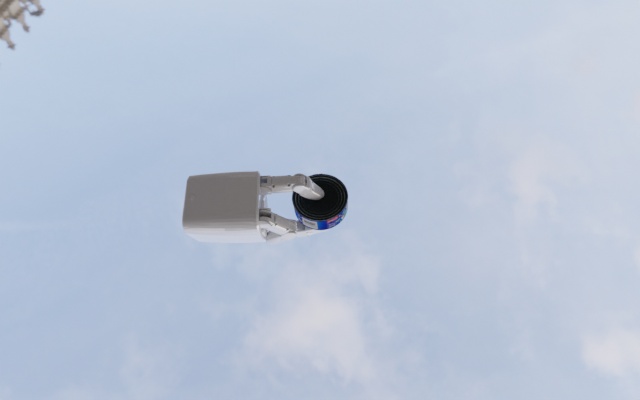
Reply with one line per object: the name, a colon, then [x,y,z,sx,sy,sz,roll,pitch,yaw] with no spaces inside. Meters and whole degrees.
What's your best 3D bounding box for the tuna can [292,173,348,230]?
tuna can: [0.000,0.003,0.739,0.086,0.086,0.034,0,-33,4]
